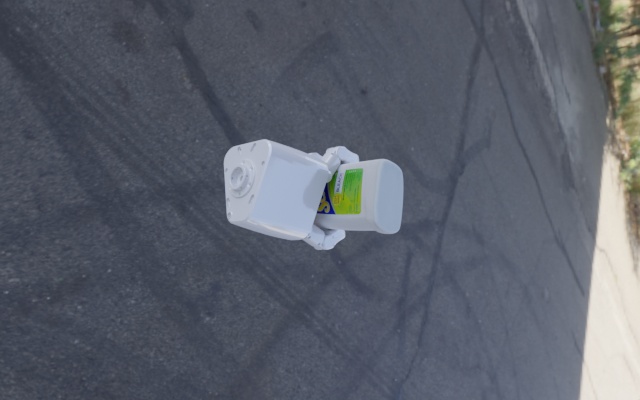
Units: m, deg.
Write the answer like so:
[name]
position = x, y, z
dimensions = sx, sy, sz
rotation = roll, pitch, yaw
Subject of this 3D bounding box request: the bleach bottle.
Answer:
[bleach bottle]
position = 0.000, 0.002, 0.715
dimensions = 0.251, 0.102, 0.068
rotation = -6, -19, 41
